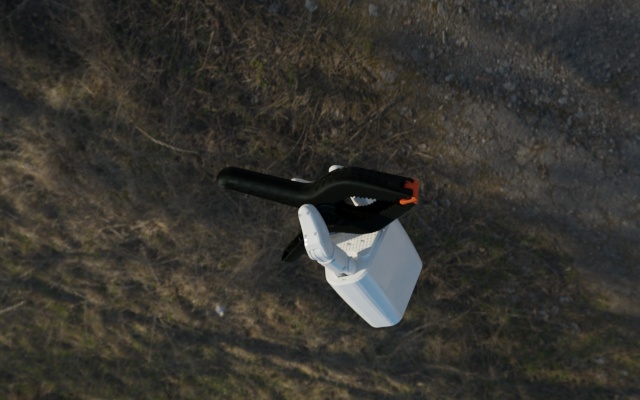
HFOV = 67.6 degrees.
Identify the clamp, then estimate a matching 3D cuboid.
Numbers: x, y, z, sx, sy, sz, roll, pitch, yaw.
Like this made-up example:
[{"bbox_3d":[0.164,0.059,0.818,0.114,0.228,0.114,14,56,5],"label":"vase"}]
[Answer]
[{"bbox_3d":[0.001,0.002,0.523,0.210,0.036,0.165,-16,-47,29],"label":"clamp"}]
